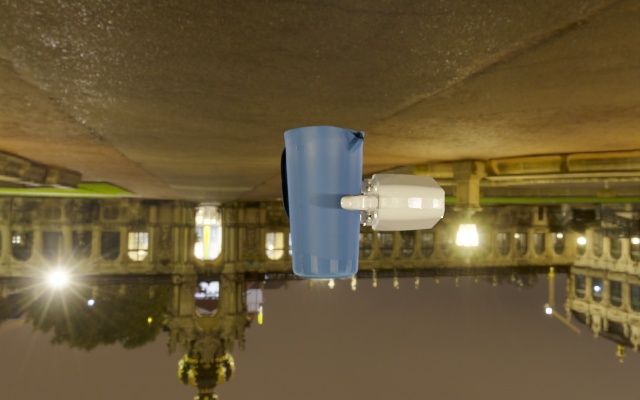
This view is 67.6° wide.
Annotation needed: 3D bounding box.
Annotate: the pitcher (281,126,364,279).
[{"bbox_3d":[0.000,0.003,0.798,0.145,0.243,0.149,0,-2,1],"label":"pitcher"}]
